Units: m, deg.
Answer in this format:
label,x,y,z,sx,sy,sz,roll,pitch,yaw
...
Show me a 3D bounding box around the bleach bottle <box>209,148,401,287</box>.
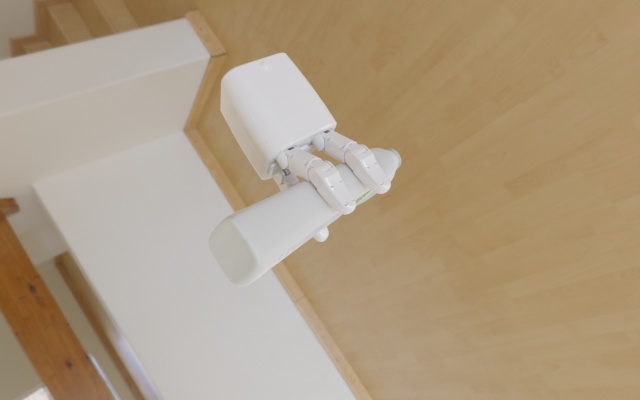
label,x,y,z,sx,sy,sz,roll,pitch,yaw
bleach bottle,0.000,0.002,0.548,0.250,0.068,0.103,-31,-6,-35
